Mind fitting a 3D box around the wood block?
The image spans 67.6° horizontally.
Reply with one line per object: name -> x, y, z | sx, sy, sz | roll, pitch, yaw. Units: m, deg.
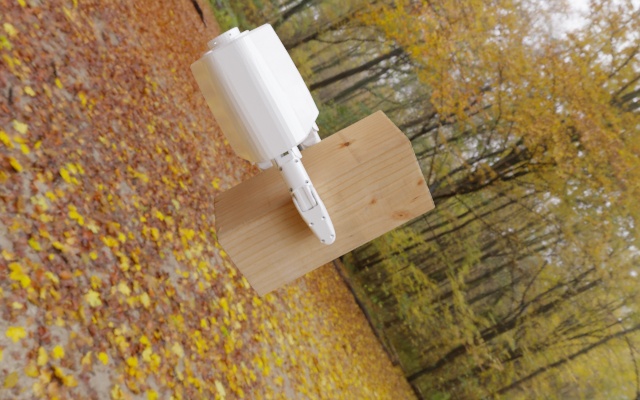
wood block -> 0.000, 0.001, 0.509 | 0.206, 0.090, 0.090 | -27, 33, 3
